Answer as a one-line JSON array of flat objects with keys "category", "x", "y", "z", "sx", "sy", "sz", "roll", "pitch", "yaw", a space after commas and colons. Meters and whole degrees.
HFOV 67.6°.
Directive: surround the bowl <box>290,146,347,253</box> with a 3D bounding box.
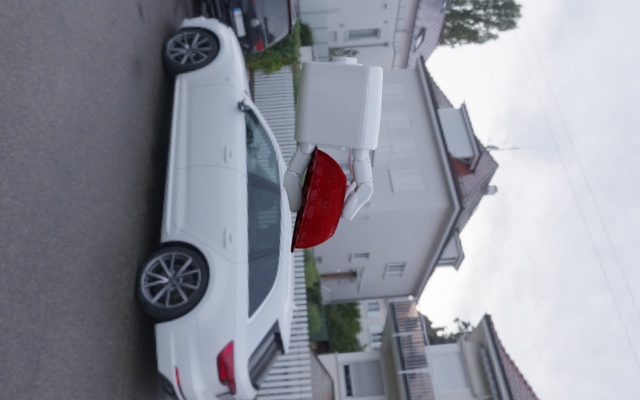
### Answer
[{"category": "bowl", "x": 0.000, "y": 0.004, "z": 0.689, "sx": 0.055, "sy": 0.162, "sz": 0.162, "roll": 13, "pitch": -1, "yaw": -5}]
